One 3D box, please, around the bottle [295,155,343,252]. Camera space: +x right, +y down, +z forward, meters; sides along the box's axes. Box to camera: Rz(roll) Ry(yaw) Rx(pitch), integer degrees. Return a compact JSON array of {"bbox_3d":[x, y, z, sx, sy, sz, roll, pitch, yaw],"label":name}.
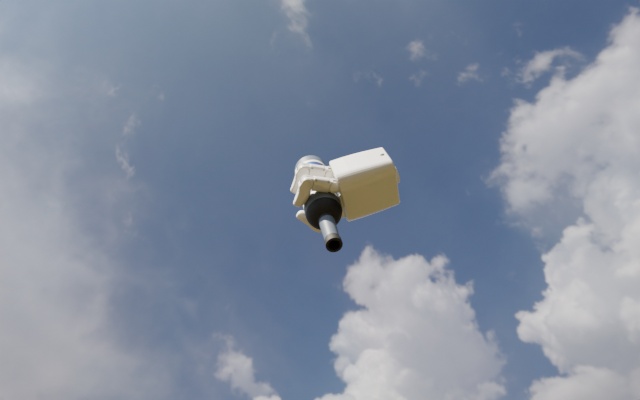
[{"bbox_3d":[0.000,0.003,0.878,0.069,0.069,0.295,0,27,-10],"label":"bottle"}]
